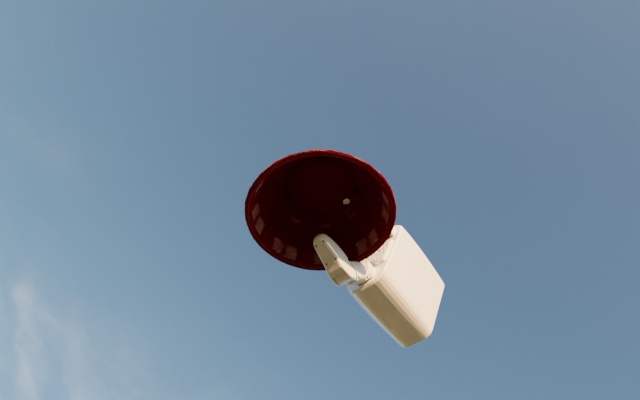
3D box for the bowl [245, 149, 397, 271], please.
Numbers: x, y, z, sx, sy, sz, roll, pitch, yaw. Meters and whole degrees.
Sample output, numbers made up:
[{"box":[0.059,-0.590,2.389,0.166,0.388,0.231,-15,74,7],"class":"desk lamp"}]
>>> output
[{"box":[0.000,0.000,0.527,0.162,0.162,0.055,0,37,0],"class":"bowl"}]
